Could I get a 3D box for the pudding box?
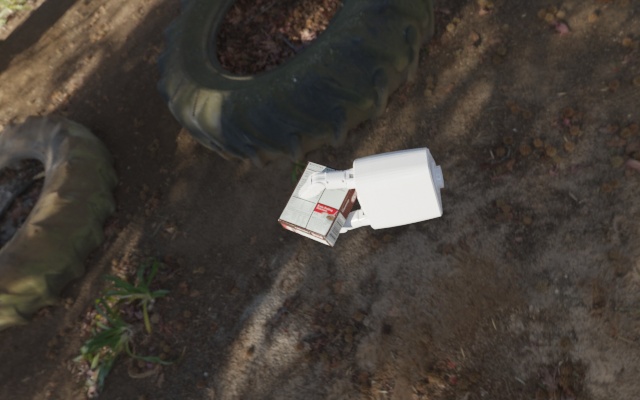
[{"bbox_3d":[0.000,0.002,0.737,0.090,0.113,0.039,19,-19,28],"label":"pudding box"}]
